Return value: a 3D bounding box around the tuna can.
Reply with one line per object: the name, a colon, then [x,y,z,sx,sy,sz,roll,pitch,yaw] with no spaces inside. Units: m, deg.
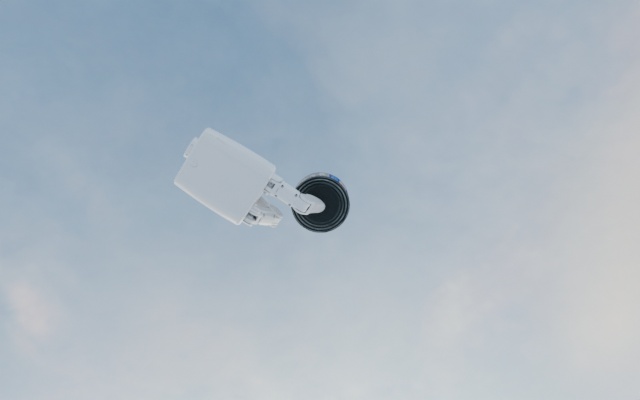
tuna can: [0.000,0.002,0.709,0.086,0.086,0.033,0,15,1]
